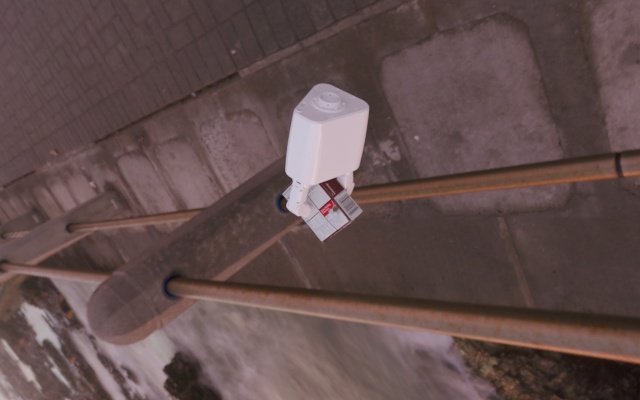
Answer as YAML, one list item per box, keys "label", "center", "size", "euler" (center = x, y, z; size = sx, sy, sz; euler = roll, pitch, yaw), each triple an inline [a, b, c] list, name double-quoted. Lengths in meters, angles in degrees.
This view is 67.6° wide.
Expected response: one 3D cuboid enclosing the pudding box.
- label: "pudding box"
  center: [0.000, 0.003, 0.773]
  size: [0.039, 0.113, 0.090]
  euler: [-36, -3, -41]
